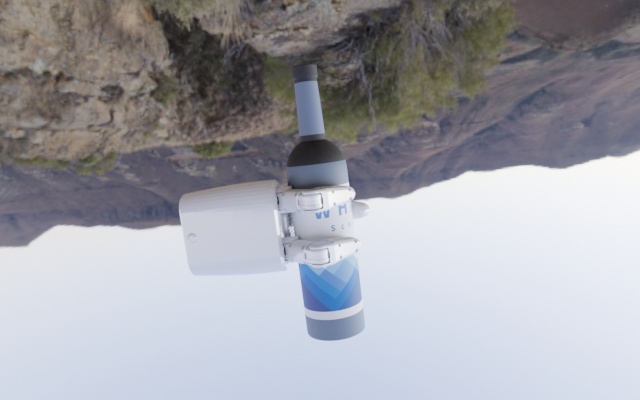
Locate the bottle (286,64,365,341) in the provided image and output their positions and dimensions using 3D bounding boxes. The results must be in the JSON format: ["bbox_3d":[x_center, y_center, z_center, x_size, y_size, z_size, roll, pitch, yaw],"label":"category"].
[{"bbox_3d":[0.000,0.002,0.527,0.069,0.296,0.069,-7,7,1],"label":"bottle"}]
